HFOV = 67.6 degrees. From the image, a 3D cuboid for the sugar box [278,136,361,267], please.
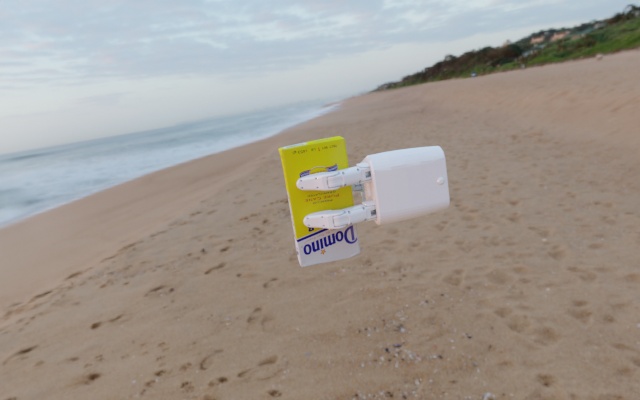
[{"bbox_3d":[0.000,0.002,0.693,0.093,0.176,0.048,-11,12,-7],"label":"sugar box"}]
